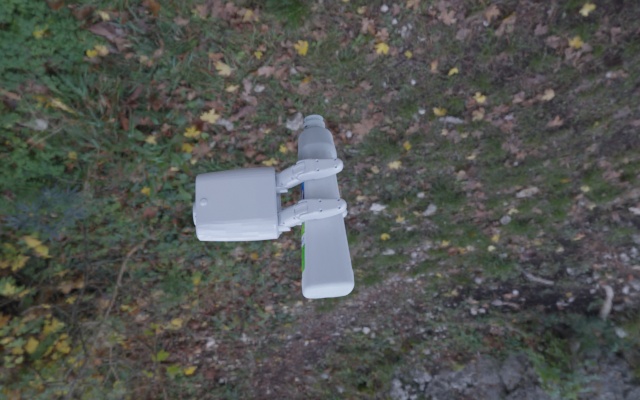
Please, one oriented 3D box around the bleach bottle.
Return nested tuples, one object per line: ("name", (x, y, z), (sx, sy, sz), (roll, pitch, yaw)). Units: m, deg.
("bleach bottle", (0.000, 0.002, 0.664), (0.068, 0.250, 0.103), (-4, -19, -4))
